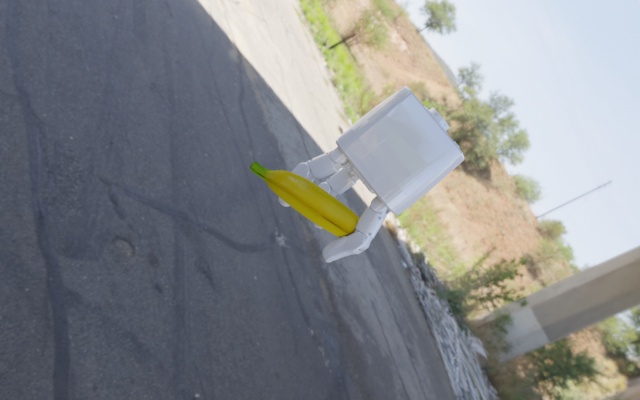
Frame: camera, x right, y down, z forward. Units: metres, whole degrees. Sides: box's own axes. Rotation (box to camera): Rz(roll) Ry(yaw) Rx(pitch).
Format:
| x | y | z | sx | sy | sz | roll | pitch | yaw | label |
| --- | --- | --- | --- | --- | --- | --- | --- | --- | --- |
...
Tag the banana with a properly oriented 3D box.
| x | y | z | sx | sy | sz | roll | pitch | yaw | label |
| --- | --- | --- | --- | --- | --- | --- | --- | --- | --- |
| 0.006 | 0.010 | 0.569 | 0.198 | 0.037 | 0.069 | 35 | 9 | -40 | banana |
